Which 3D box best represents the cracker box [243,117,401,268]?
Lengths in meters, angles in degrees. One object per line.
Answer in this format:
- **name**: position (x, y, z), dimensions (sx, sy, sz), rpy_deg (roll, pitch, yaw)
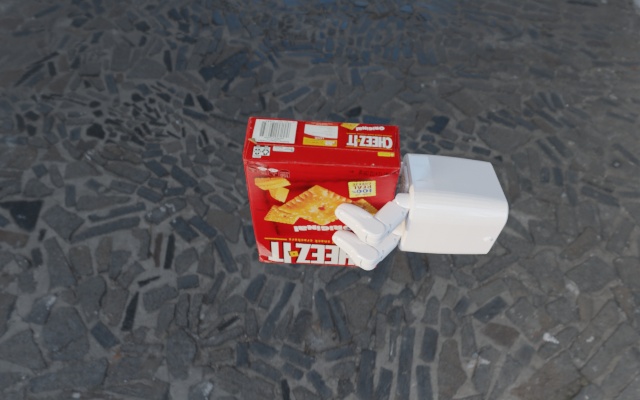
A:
- **cracker box**: position (0.000, 0.002, 0.579), dimensions (0.164, 0.072, 0.214), rpy_deg (4, -37, 1)
